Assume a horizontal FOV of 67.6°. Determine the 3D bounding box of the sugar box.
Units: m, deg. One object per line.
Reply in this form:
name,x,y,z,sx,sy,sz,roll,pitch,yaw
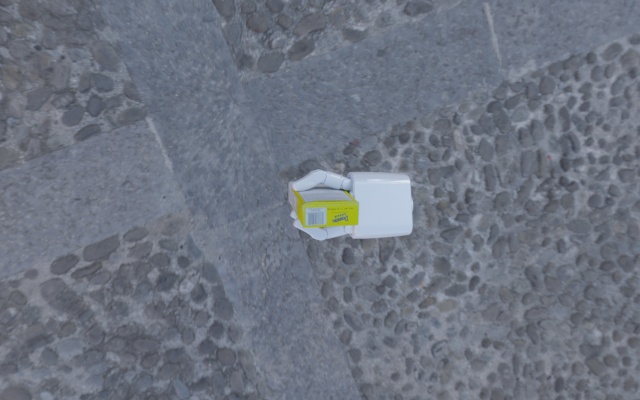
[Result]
sugar box,0.000,0.003,0.831,0.093,0.048,0.176,-2,11,-10
